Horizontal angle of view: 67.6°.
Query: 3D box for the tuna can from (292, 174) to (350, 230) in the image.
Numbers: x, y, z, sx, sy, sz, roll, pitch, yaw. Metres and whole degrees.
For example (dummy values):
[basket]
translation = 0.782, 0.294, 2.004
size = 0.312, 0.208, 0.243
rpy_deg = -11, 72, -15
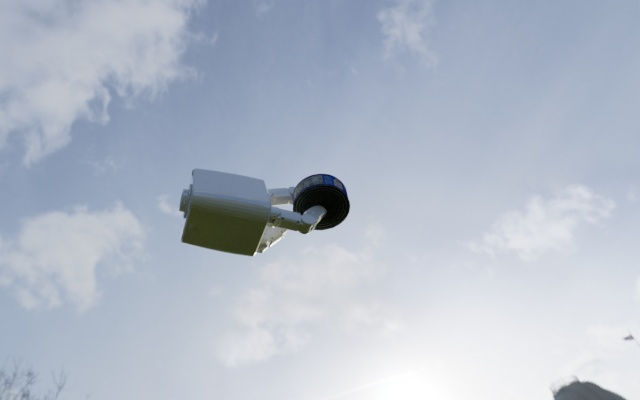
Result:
[tuna can]
translation = 0.000, 0.002, 0.720
size = 0.086, 0.086, 0.033
rpy_deg = 0, 38, -6
